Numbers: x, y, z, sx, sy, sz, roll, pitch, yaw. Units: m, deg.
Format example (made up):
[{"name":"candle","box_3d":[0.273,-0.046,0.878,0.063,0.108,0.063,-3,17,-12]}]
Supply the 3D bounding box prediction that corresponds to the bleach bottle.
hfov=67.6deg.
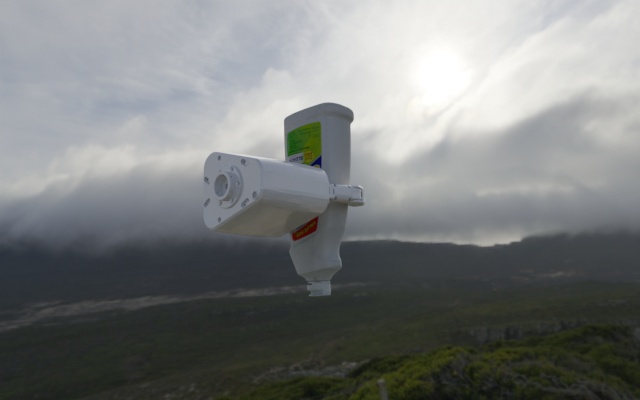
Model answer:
[{"name":"bleach bottle","box_3d":[0.000,0.002,0.651,0.102,0.250,0.068,-10,-12,41]}]
